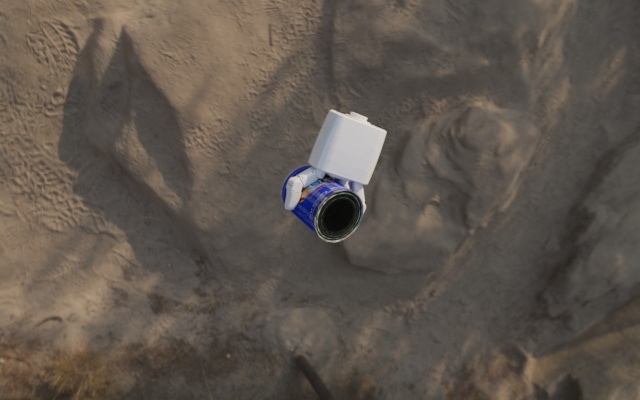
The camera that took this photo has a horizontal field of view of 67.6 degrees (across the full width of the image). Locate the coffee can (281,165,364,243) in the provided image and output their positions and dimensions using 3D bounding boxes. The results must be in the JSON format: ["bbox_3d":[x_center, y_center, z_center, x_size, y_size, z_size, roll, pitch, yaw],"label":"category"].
[{"bbox_3d":[0.000,0.003,0.899,0.103,0.103,0.140,0,22,-32],"label":"coffee can"}]
